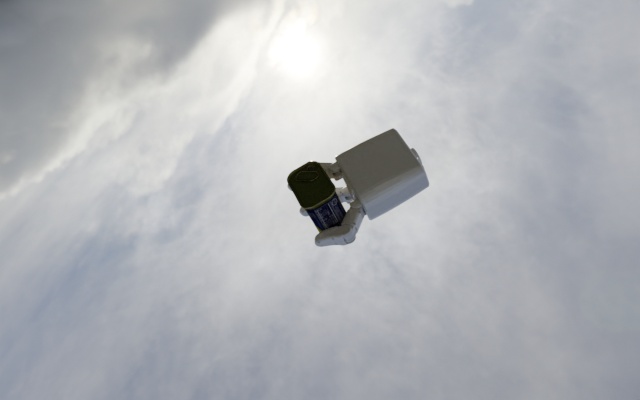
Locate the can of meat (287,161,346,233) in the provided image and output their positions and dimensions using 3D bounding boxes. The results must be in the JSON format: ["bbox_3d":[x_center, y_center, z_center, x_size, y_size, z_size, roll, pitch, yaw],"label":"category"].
[{"bbox_3d":[0.000,0.003,0.728,0.057,0.084,0.102,-31,39,-1],"label":"can of meat"}]
